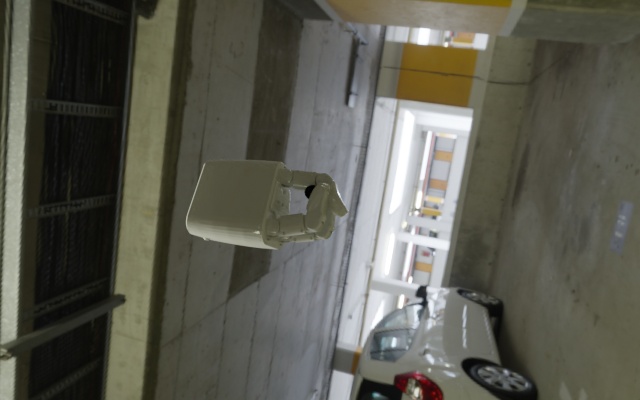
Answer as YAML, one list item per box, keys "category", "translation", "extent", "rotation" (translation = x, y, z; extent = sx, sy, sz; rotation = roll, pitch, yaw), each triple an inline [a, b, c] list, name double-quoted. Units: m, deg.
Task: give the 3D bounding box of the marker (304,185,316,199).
- category: "marker"
  translation: [0.000, 0.002, 0.644]
  extent: [0.020, 0.020, 0.121]
  rotation: [0, -13, 12]
